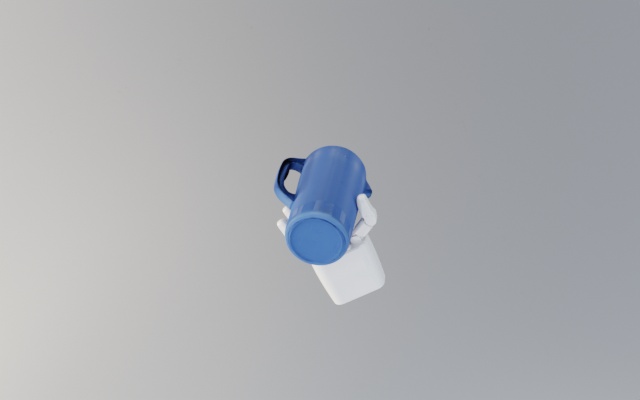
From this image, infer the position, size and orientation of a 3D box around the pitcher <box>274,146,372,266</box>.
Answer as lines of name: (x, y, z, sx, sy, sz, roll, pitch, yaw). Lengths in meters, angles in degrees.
pitcher: (0.000, 0.003, 0.873, 0.149, 0.145, 0.242, -17, 25, 19)
